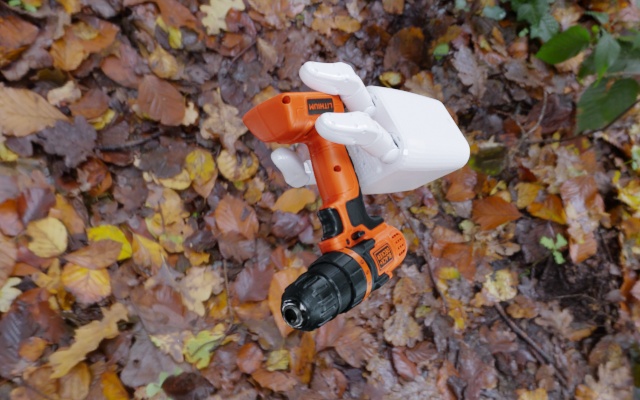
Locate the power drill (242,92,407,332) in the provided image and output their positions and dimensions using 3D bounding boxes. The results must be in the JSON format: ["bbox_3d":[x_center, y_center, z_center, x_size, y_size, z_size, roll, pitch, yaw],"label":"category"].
[{"bbox_3d":[0.000,0.001,0.420,0.057,0.187,0.184,-20,1,32],"label":"power drill"}]
